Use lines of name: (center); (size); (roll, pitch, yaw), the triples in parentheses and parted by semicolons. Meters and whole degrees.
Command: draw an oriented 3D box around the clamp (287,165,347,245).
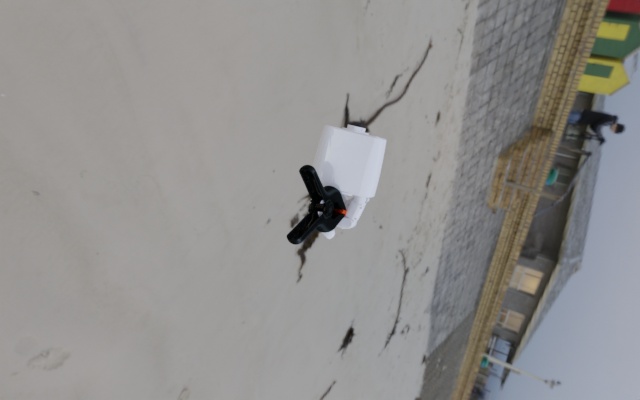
clamp: (0.001, 0.003, 0.776); (0.039, 0.120, 0.171); (16, 10, 22)
